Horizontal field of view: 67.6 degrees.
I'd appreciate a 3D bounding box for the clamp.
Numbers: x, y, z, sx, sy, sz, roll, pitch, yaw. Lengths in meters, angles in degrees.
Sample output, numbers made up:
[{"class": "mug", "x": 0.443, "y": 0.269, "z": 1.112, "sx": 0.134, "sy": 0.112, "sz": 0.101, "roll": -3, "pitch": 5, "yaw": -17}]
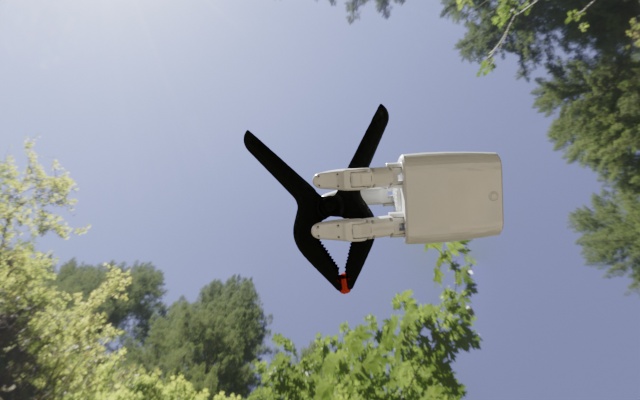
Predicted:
[{"class": "clamp", "x": 0.000, "y": 0.002, "z": 0.545, "sx": 0.164, "sy": 0.210, "sz": 0.036, "roll": -3, "pitch": 5, "yaw": 5}]
